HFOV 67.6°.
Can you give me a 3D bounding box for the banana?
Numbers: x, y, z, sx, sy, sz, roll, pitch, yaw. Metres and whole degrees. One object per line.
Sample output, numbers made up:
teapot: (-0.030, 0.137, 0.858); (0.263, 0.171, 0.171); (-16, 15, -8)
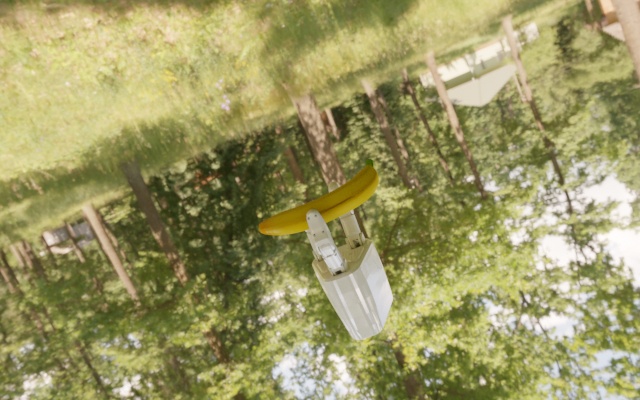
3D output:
banana: (0.010, 0.004, 0.665); (0.198, 0.037, 0.069); (-29, 20, -14)
